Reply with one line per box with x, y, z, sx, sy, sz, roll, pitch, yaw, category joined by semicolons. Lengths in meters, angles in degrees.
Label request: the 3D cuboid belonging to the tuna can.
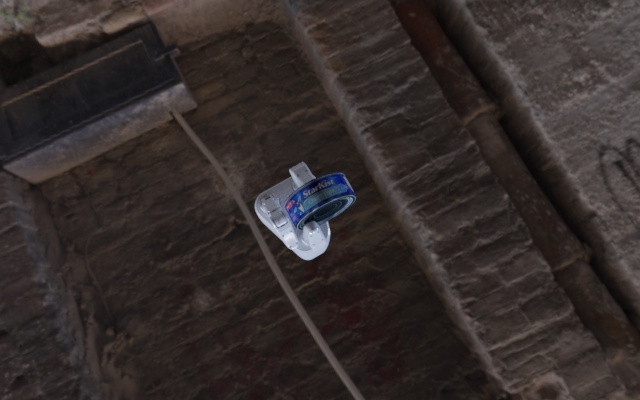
0.000;0.002;0.591;0.086;0.033;0.086;-26;-16;-8;tuna can
